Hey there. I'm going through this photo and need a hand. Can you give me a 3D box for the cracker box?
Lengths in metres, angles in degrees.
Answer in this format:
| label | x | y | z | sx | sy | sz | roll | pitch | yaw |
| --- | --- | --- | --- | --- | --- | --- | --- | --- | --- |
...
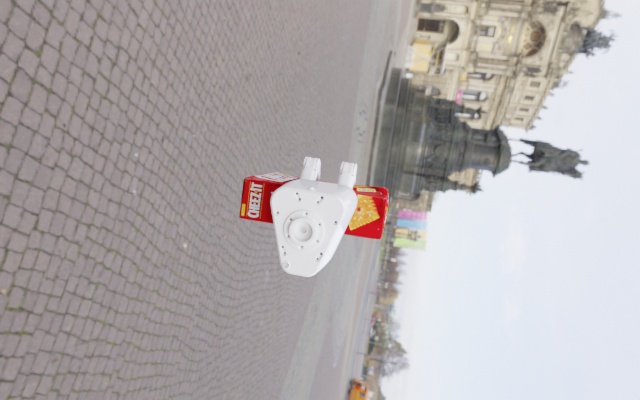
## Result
| label | x | y | z | sx | sy | sz | roll | pitch | yaw |
| --- | --- | --- | --- | --- | --- | --- | --- | --- | --- |
| cracker box | 0.000 | 0.003 | 0.766 | 0.213 | 0.072 | 0.164 | 9 | 6 | 9 |
